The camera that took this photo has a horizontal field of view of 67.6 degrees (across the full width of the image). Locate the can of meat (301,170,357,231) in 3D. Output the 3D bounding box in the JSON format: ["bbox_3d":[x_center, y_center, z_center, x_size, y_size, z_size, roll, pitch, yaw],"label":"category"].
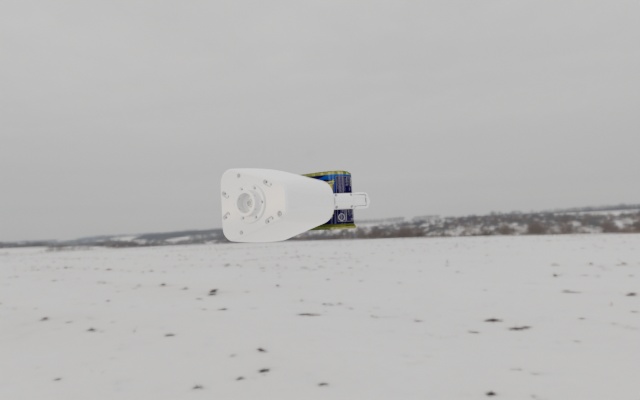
[{"bbox_3d":[0.000,0.002,0.711,0.102,0.084,0.057,-5,-3,34],"label":"can of meat"}]
